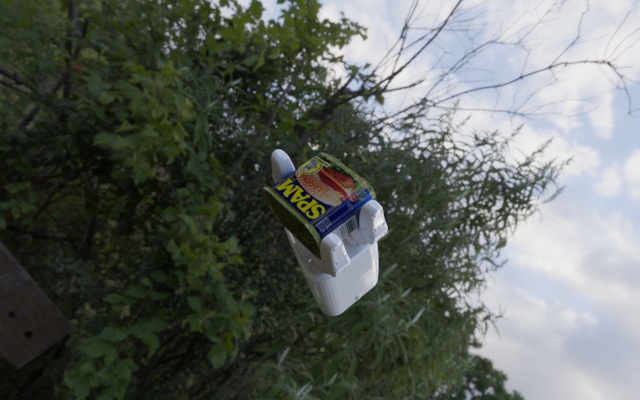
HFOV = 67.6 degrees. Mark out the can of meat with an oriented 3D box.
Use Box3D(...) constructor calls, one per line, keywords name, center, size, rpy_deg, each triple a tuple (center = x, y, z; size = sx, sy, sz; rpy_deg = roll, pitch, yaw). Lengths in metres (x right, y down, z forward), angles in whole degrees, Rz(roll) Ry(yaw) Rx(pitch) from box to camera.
Box3D(name="can of meat", center=(0.000, 0.001, 0.526), size=(0.084, 0.057, 0.102), rpy_deg=(-36, 50, -17))
